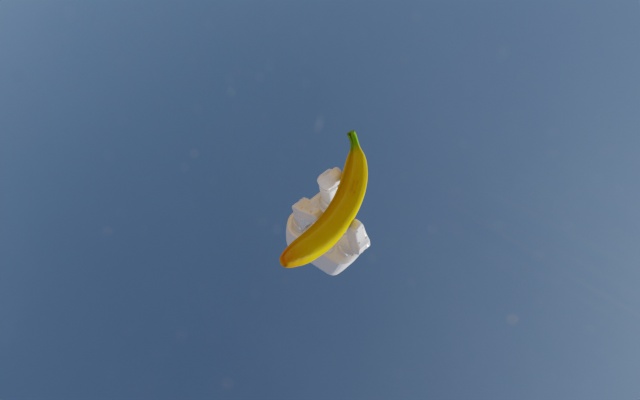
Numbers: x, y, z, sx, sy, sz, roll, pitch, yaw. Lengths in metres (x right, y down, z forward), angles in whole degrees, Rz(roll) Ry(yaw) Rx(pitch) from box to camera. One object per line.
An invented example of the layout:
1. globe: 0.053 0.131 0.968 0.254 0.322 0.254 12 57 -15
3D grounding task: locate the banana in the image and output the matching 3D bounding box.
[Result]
1. banana: 0.015 0.009 0.603 0.070 0.197 0.037 37 -23 -24
